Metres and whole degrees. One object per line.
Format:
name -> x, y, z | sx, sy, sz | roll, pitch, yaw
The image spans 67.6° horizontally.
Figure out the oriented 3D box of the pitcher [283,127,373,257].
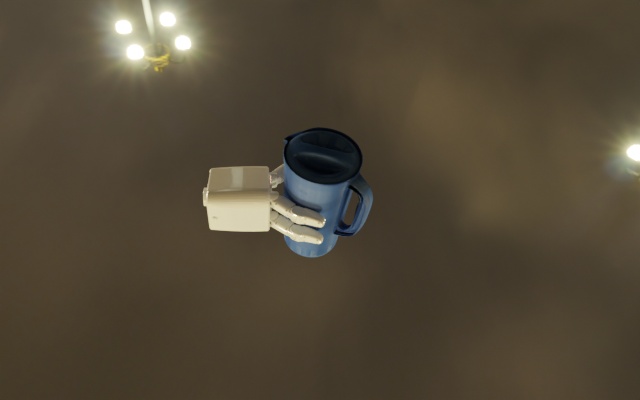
pitcher -> 0.000, 0.003, 0.870 | 0.145, 0.149, 0.243 | -1, -40, -8
